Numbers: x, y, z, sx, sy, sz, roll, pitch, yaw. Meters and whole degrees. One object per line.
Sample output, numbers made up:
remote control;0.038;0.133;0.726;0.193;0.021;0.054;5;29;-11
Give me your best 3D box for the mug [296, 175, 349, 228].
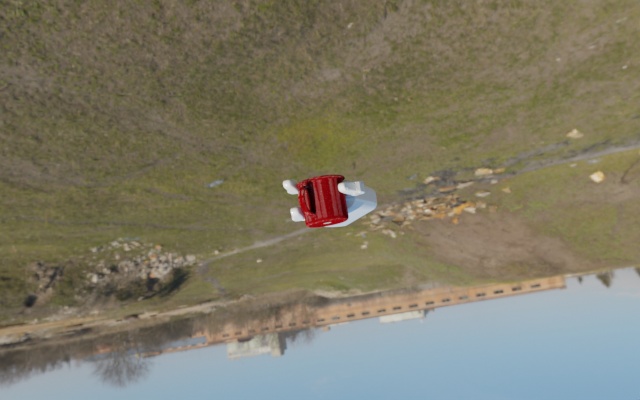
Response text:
mug;-0.001;0.003;0.879;0.093;0.081;0.117;-16;-12;31
